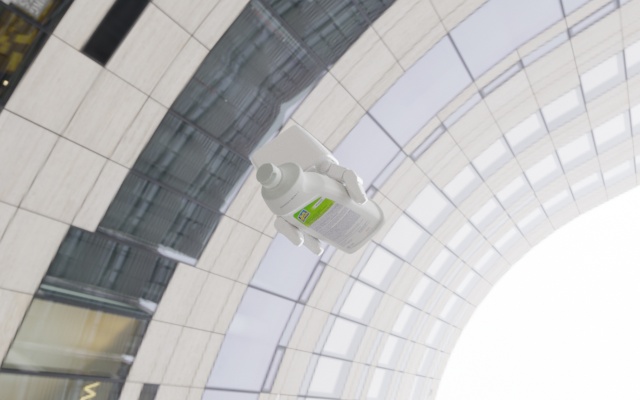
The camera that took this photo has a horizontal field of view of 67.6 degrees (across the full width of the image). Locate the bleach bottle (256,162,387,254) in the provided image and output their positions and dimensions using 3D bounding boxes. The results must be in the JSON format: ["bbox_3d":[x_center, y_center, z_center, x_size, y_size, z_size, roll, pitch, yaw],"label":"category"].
[{"bbox_3d":[0.000,0.002,0.720,0.251,0.102,0.068,34,13,-49],"label":"bleach bottle"}]
